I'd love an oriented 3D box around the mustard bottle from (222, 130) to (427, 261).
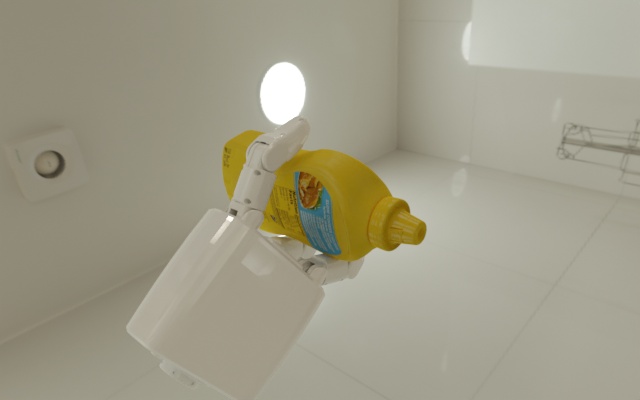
[{"bbox_3d":[0.000,0.001,0.401,0.191,0.096,0.058,18,42,38],"label":"mustard bottle"}]
